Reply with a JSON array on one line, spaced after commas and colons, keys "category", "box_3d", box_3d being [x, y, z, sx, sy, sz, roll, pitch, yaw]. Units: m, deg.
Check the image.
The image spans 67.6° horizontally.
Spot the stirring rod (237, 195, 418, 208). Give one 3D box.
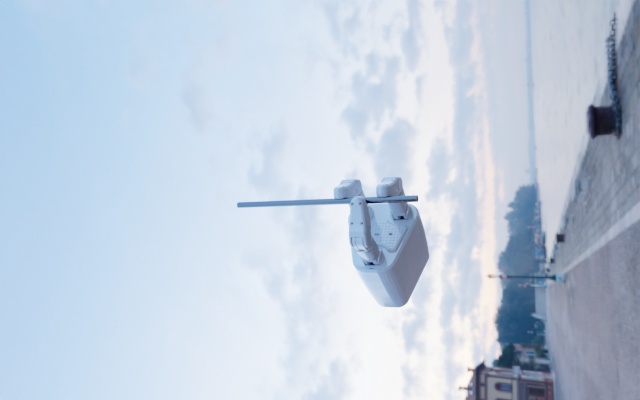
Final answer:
[{"category": "stirring rod", "box_3d": [0.000, 0.002, 0.589, 0.239, 0.011, 0.011, -2, -1, 24]}]
